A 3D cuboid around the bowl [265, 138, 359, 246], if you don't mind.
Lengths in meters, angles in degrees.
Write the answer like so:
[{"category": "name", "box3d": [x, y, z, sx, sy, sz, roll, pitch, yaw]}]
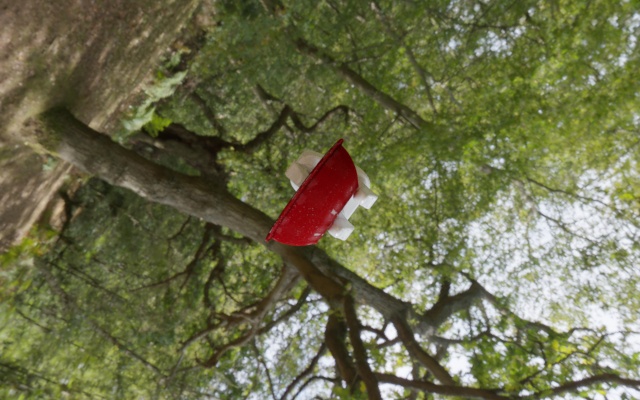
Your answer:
[{"category": "bowl", "box3d": [0.000, 0.003, 0.602, 0.055, 0.162, 0.162, 37, 1, 2]}]
